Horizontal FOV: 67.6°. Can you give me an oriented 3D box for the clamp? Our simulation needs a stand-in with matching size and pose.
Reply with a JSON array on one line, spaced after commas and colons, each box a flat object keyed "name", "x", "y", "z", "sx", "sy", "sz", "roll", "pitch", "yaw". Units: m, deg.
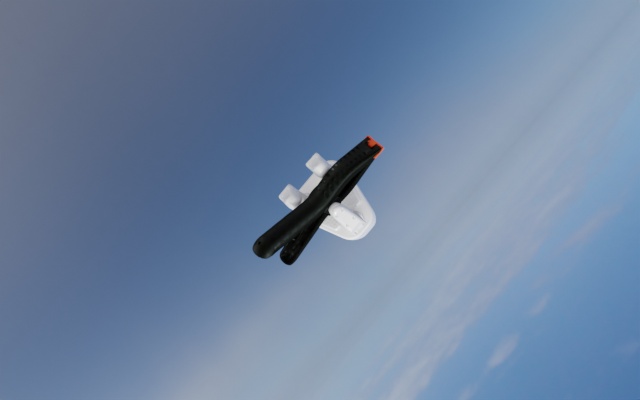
[{"name": "clamp", "x": 0.001, "y": 0.002, "z": 0.601, "sx": 0.036, "sy": 0.210, "sz": 0.164, "roll": 41, "pitch": 4, "yaw": 11}]
